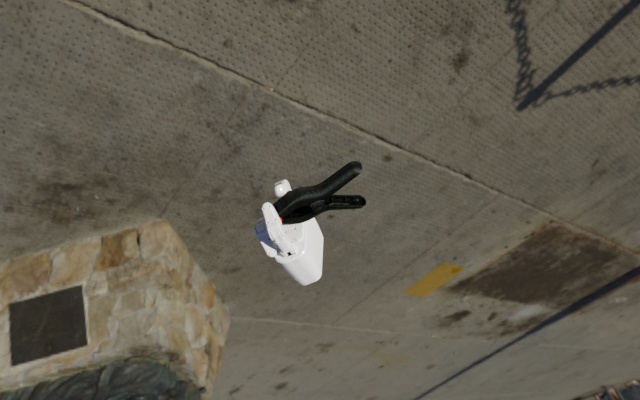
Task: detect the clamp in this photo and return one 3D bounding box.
[{"bbox_3d":[0.000,0.003,0.790,0.171,0.039,0.120,-22,-38,6],"label":"clamp"}]
